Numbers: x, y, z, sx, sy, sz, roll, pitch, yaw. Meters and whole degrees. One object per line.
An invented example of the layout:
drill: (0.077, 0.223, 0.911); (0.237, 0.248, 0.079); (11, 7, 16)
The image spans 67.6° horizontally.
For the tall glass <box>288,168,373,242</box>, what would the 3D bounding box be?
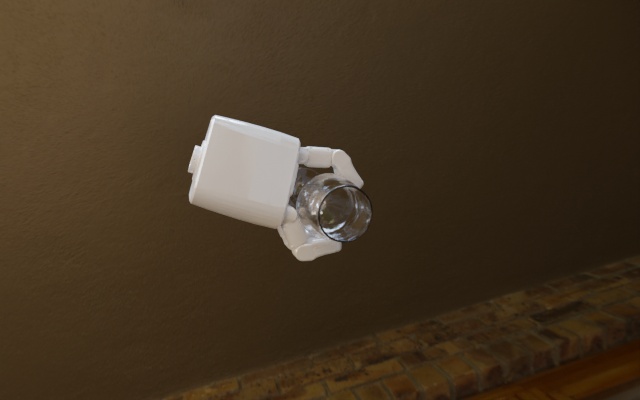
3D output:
tall glass: (0.000, 0.002, 0.600); (0.079, 0.079, 0.201); (0, 7, -16)
